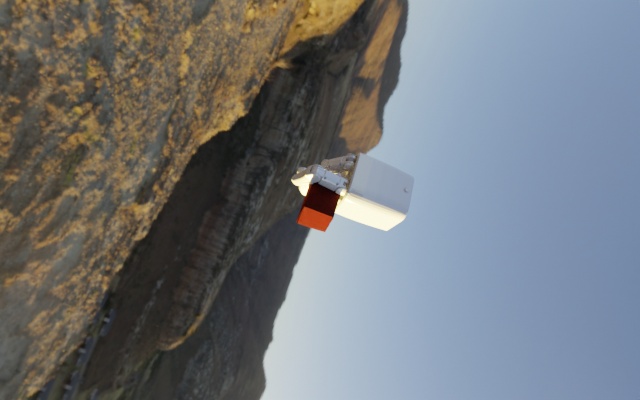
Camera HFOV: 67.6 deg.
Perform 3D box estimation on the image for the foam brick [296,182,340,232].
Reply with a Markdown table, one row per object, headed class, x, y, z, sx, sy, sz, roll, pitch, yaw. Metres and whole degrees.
| class | x | y | z | sx | sy | sz | roll | pitch | yaw |
| --- | --- | --- | --- | --- | --- | --- | --- | --- | --- |
| foam brick | 0.000 | 0.003 | 0.787 | 0.051 | 0.078 | 0.053 | 22 | -35 | -5 |
